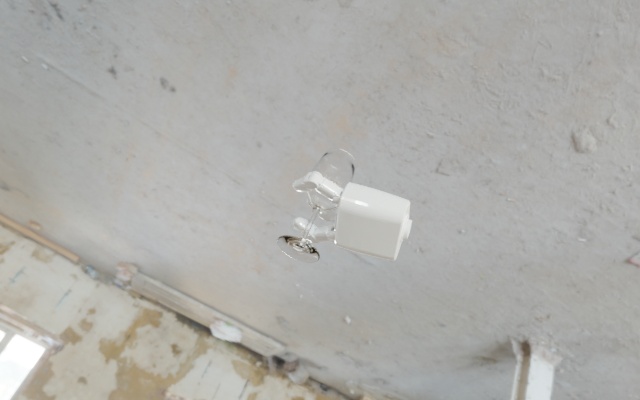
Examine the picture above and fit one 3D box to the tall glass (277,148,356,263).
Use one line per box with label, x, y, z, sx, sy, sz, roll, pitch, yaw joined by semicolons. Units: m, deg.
tall glass;0.000;0.003;0.816;0.079;0.201;0.079;17;-33;12
